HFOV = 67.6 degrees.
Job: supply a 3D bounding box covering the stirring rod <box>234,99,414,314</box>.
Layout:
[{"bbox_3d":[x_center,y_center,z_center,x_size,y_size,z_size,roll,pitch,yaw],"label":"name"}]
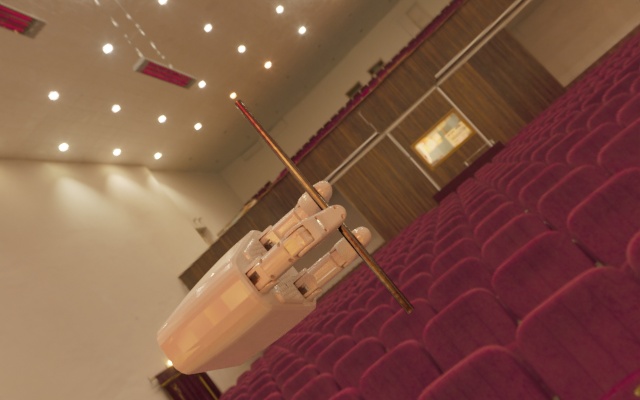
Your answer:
[{"bbox_3d":[0.000,0.002,0.419,0.011,0.239,0.011,-39,-9,-7],"label":"stirring rod"}]
